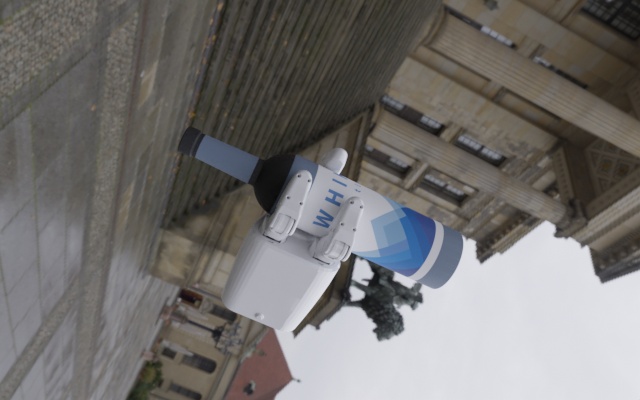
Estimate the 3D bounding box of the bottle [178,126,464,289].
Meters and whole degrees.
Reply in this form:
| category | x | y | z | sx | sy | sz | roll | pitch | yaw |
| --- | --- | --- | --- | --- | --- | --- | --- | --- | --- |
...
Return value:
| category | x | y | z | sx | sy | sz | roll | pitch | yaw |
| --- | --- | --- | --- | --- | --- | --- | --- | --- | --- |
| bottle | 0.000 | 0.002 | 0.482 | 0.296 | 0.069 | 0.069 | 25 | -4 | -9 |
